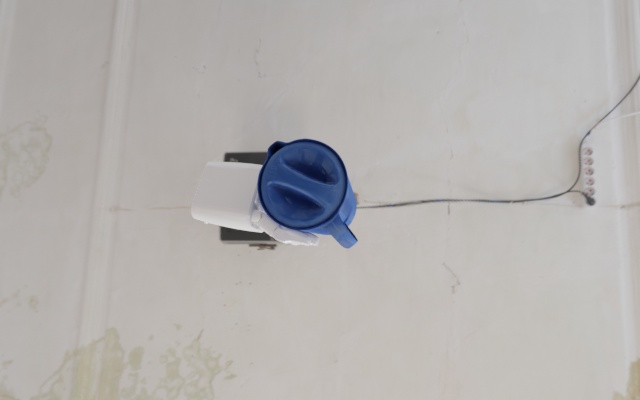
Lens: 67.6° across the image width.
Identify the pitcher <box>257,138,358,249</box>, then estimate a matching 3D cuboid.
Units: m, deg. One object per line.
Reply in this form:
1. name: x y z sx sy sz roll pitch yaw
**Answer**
1. pitcher: 0.000 0.003 0.787 0.145 0.149 0.243 5 -8 12
